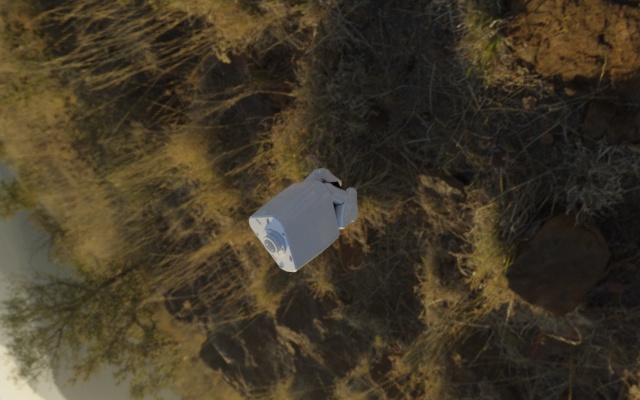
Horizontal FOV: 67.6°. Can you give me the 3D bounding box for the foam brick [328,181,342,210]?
[{"bbox_3d":[0.000,0.003,0.834,0.051,0.053,0.078,-38,21,-35],"label":"foam brick"}]
